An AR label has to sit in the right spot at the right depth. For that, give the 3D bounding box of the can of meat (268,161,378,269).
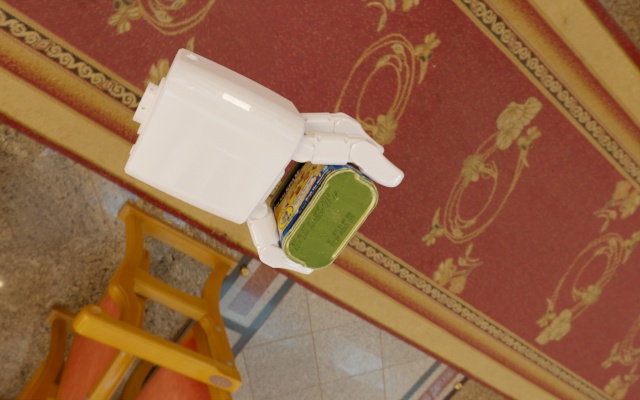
[{"bbox_3d":[0.000,0.002,0.439,0.057,0.102,0.084,28,16,-23],"label":"can of meat"}]
